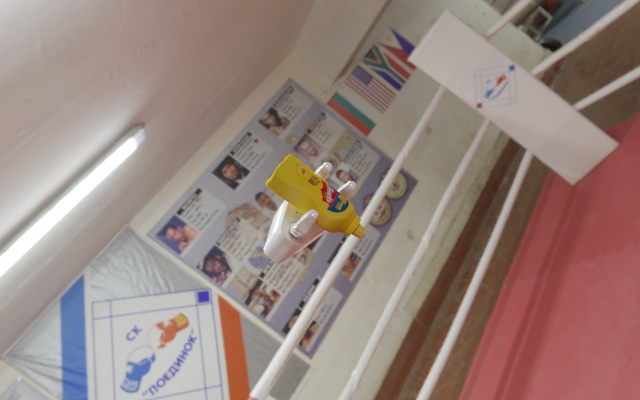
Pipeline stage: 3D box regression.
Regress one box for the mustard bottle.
[{"bbox_3d":[0.000,0.002,0.837,0.191,0.058,0.096,38,26,-4],"label":"mustard bottle"}]
